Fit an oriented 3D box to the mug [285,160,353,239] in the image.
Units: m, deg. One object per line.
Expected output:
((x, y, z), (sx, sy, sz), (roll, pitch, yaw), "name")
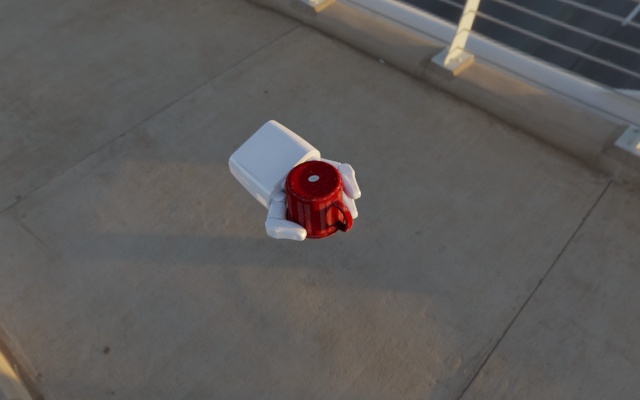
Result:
((0.001, 0.003, 0.693), (0.093, 0.082, 0.117), (-38, 59, -24), "mug")
